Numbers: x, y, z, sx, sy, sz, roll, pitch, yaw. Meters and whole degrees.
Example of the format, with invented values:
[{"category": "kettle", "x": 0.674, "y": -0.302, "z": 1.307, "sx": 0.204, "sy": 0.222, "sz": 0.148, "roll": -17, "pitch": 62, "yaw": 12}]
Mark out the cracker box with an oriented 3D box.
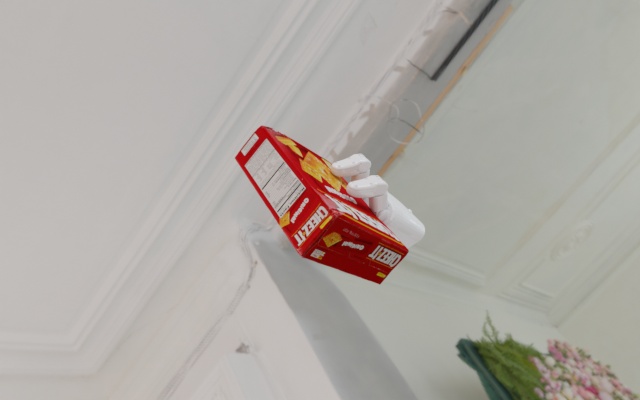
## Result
[{"category": "cracker box", "x": 0.000, "y": 0.002, "z": 0.643, "sx": 0.164, "sy": 0.072, "sz": 0.213, "roll": 26, "pitch": 18, "yaw": -45}]
